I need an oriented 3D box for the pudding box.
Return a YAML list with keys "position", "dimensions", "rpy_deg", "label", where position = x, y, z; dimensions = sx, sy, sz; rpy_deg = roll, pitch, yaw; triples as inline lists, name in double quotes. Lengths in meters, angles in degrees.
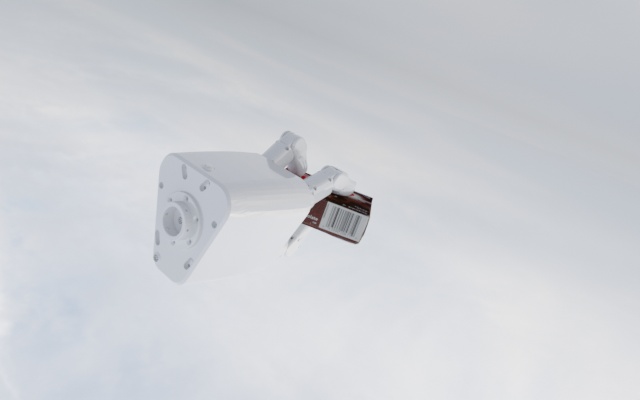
- position: [0.000, 0.002, 0.535]
  dimensions: [0.113, 0.039, 0.090]
  rpy_deg: [23, 16, 2]
  label: "pudding box"
